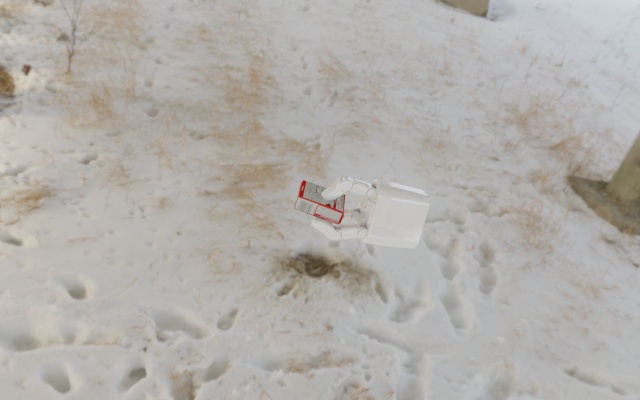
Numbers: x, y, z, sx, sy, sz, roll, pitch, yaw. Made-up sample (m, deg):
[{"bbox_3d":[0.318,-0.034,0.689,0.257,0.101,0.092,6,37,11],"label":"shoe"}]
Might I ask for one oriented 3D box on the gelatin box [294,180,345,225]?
[{"bbox_3d":[0.000,0.002,0.874,0.089,0.030,0.073,20,27,-6],"label":"gelatin box"}]
